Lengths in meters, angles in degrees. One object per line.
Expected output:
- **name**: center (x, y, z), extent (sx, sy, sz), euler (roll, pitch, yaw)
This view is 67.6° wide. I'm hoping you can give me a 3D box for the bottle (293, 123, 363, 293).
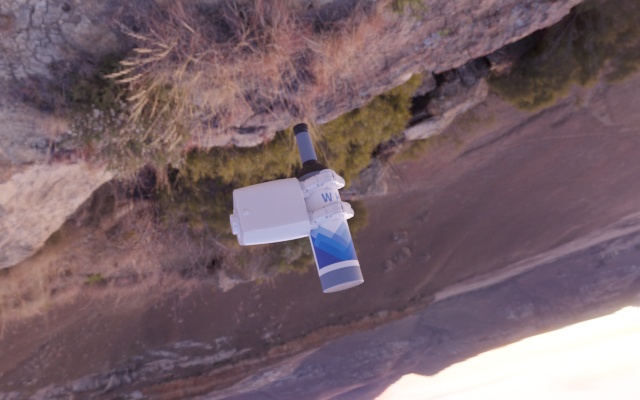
- **bottle**: center (0.000, 0.003, 0.806), extent (0.069, 0.295, 0.069), euler (-14, -19, -5)
